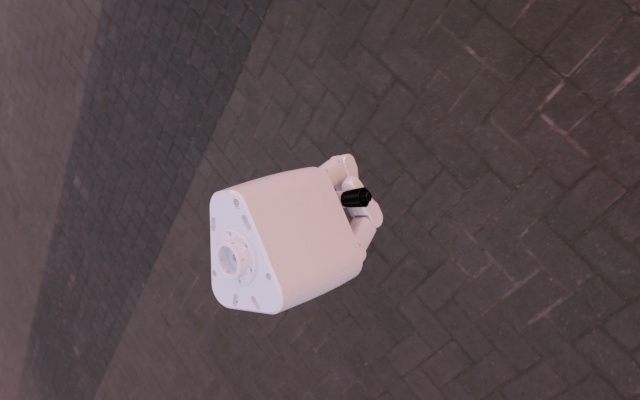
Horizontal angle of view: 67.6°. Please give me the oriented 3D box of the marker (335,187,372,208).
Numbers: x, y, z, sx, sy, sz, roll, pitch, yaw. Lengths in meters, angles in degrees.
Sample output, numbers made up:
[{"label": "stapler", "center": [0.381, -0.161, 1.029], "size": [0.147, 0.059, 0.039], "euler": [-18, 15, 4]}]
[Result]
[{"label": "marker", "center": [0.000, 0.002, 0.476], "size": [0.121, 0.020, 0.020], "euler": [-6, -4, 42]}]
